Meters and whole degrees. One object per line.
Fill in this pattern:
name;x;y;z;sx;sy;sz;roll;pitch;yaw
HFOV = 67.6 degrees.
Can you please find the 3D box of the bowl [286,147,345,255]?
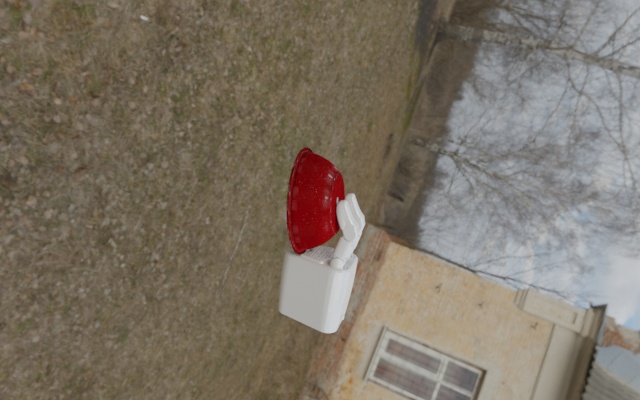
bowl;0.000;0.001;0.711;0.055;0.162;0.162;3;1;15
